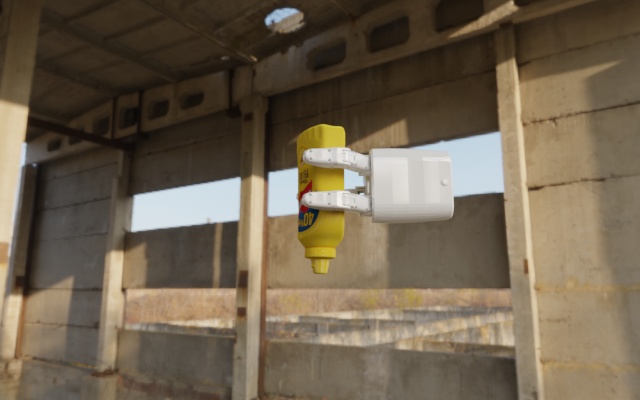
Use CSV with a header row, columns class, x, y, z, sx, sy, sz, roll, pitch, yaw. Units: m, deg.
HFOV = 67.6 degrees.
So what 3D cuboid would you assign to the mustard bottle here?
class,x,y,z,sx,sy,sz,roll,pitch,yaw
mustard bottle,0.000,0.002,0.643,0.058,0.191,0.096,4,-11,-24
